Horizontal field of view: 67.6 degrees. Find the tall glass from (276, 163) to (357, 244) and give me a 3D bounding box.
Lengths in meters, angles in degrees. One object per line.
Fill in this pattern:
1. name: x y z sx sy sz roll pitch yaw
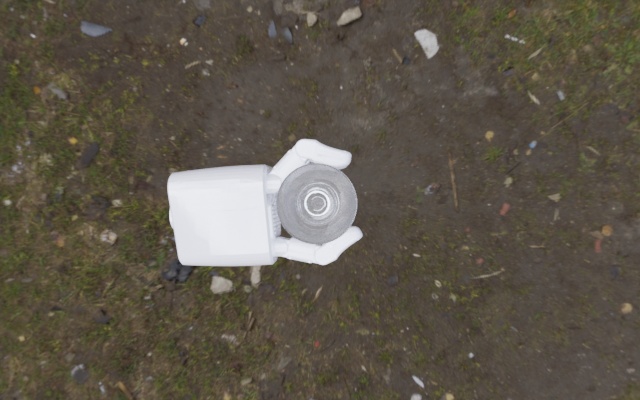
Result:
1. tall glass: 0.000 0.002 0.532 0.079 0.079 0.201 0 1 3
